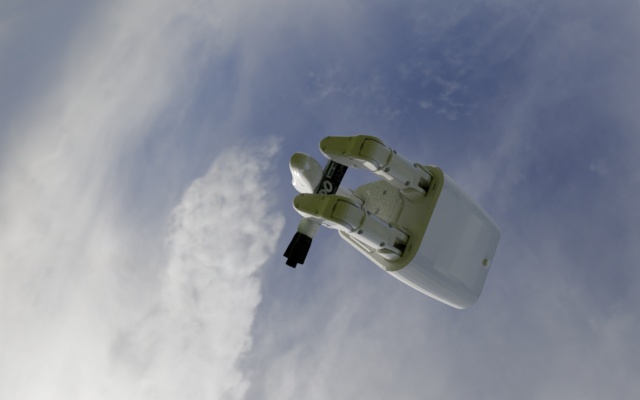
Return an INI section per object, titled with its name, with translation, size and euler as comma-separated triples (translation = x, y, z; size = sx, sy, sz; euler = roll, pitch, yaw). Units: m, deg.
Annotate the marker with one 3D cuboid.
[marker]
translation = 0.000, 0.001, 0.409
size = 0.020, 0.121, 0.020
euler = 24, -13, 6
